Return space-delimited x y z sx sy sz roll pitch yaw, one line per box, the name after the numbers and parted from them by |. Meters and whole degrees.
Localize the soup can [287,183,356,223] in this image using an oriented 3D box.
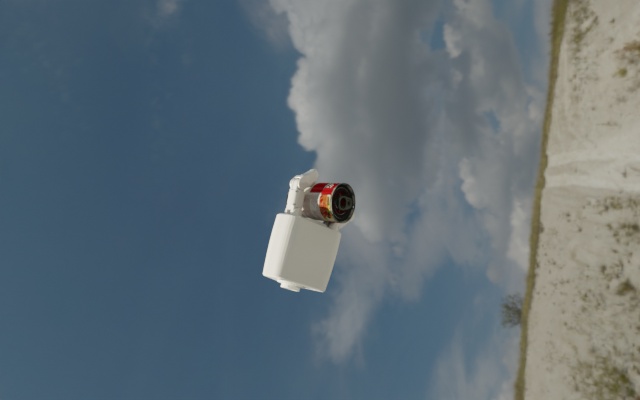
0.000 0.002 0.826 0.102 0.068 0.068 3 2 40 | soup can
